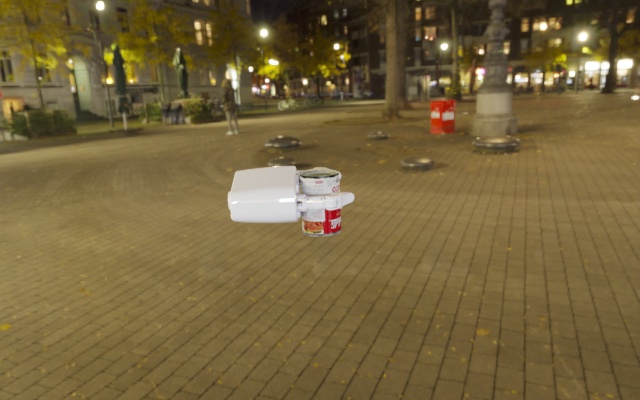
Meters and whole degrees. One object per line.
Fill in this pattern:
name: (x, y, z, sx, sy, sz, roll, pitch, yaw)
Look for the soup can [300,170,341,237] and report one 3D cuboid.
soup can: (0.001, 0.002, 0.812, 0.068, 0.102, 0.068, -2, 13, 1)
